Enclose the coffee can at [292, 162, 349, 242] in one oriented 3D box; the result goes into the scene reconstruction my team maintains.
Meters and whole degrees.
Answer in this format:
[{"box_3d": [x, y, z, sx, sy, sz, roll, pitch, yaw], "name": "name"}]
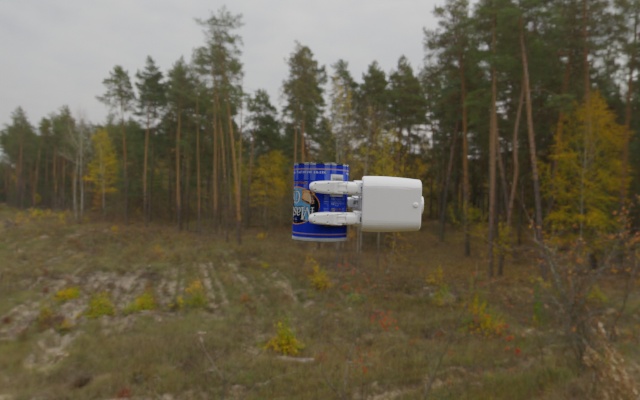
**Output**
[{"box_3d": [0.000, 0.003, 0.885, 0.103, 0.140, 0.103, 2, 0, 0], "name": "coffee can"}]
